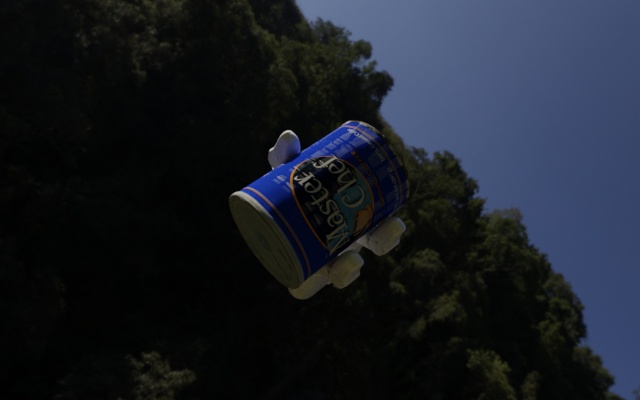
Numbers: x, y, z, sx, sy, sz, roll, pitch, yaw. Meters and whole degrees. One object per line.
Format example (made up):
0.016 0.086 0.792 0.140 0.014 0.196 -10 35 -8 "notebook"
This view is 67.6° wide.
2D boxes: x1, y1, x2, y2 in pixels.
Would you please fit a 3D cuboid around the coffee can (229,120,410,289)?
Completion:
0.000 0.001 0.456 0.140 0.103 0.103 -35 15 -23 "coffee can"
